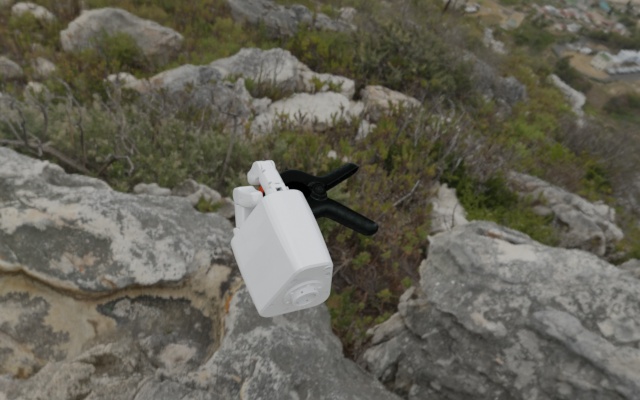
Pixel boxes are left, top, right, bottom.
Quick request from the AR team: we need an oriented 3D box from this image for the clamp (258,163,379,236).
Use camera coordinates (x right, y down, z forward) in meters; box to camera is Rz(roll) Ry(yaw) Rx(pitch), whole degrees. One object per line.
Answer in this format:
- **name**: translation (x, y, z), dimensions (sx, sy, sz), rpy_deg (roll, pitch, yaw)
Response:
- **clamp**: translation (0.000, 0.002, 0.651), dimensions (0.171, 0.120, 0.039), rpy_deg (-7, -37, -28)
